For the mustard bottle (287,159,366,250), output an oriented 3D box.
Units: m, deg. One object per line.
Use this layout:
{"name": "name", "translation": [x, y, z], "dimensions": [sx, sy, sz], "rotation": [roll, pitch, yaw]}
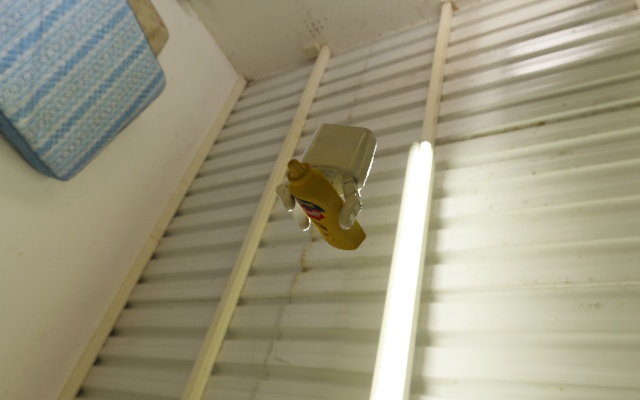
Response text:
{"name": "mustard bottle", "translation": [0.000, 0.003, 0.784], "dimensions": [0.096, 0.058, 0.192], "rotation": [25, -23, 47]}
